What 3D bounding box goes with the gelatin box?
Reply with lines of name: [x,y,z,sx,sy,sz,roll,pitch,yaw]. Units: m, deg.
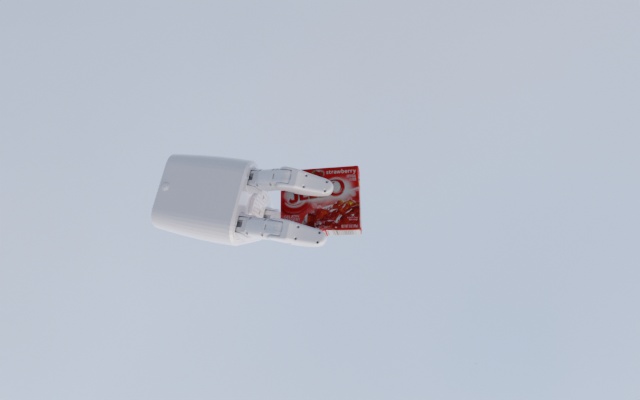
gelatin box: [0.000,0.002,0.530,0.089,0.073,0.030,-3,-17,7]
